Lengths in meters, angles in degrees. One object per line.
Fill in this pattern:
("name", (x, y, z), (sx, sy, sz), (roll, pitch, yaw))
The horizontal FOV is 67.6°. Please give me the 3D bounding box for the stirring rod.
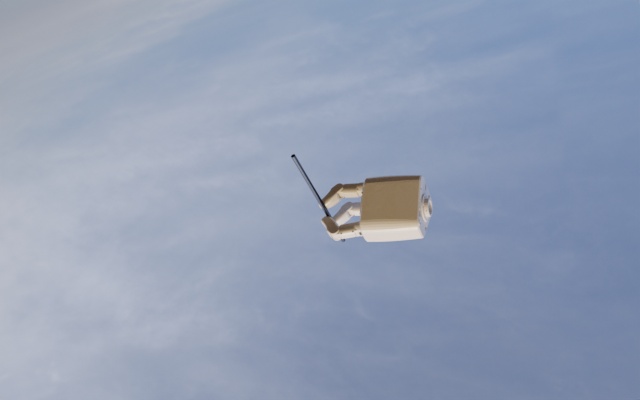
("stirring rod", (0.000, 0.003, 0.878), (0.011, 0.011, 0.240), (0, -40, 30))
